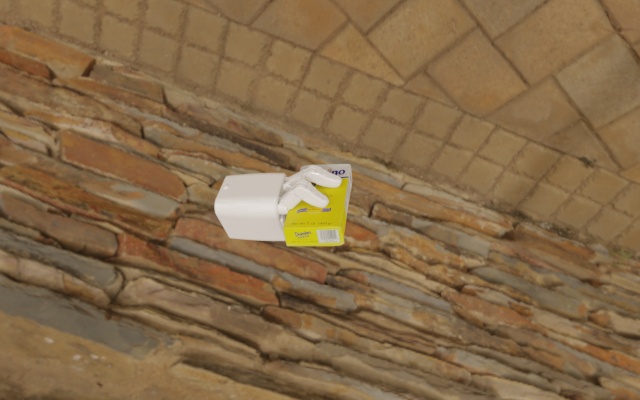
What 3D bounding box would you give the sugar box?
[{"bbox_3d":[0.000,0.002,0.801,0.093,0.048,0.176,-1,40,10],"label":"sugar box"}]
